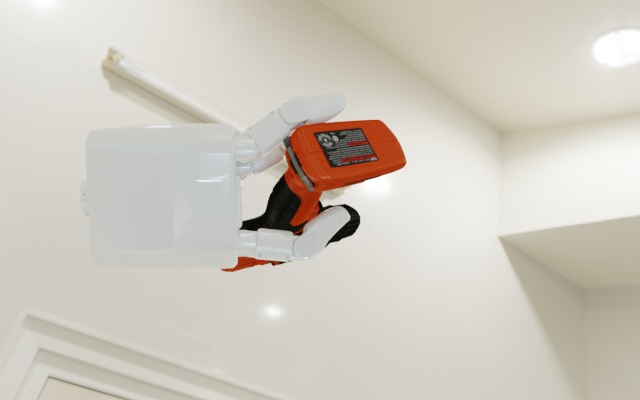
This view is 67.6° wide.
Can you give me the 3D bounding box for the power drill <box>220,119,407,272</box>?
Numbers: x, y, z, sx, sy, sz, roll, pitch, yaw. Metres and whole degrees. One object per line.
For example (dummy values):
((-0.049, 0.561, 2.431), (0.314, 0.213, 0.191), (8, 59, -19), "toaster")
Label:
((0.000, 0.001, 0.465), (0.184, 0.057, 0.188), (-14, -25, -37), "power drill")
